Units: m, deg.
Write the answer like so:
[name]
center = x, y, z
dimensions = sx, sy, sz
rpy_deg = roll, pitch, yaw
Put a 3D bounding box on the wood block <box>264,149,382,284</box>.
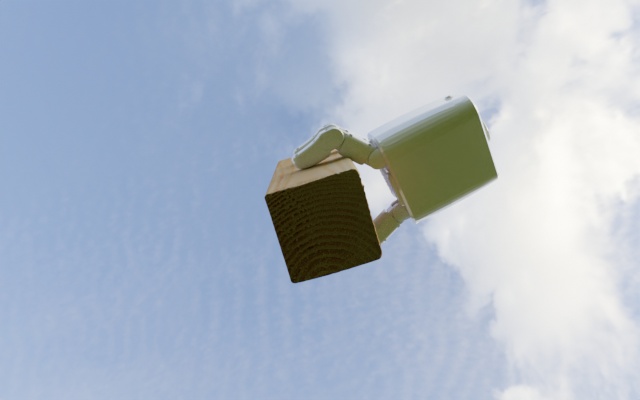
[wood block]
center = 0.001, 0.002, 0.529
dimensions = 0.090, 0.091, 0.206
rpy_deg = -17, 13, 2
